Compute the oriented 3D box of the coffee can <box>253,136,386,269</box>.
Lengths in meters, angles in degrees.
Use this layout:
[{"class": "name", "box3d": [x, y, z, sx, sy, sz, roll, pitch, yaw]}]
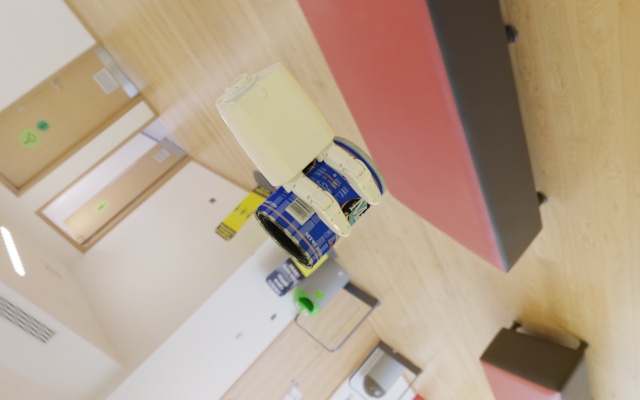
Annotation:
[{"class": "coffee can", "box3d": [0.000, 0.002, 0.608, 0.140, 0.103, 0.103, -45, 16, -16]}]
